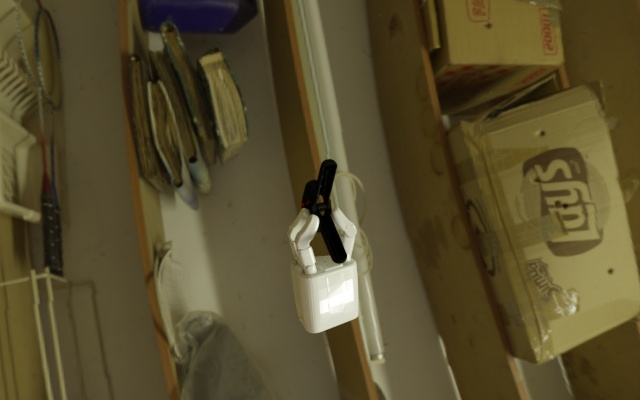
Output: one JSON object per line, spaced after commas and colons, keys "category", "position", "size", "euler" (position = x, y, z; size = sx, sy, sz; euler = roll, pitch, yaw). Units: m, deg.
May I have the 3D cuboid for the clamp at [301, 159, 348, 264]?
{"category": "clamp", "position": [0.001, 0.003, 0.825], "size": [0.036, 0.164, 0.210], "euler": [-7, 12, -14]}
